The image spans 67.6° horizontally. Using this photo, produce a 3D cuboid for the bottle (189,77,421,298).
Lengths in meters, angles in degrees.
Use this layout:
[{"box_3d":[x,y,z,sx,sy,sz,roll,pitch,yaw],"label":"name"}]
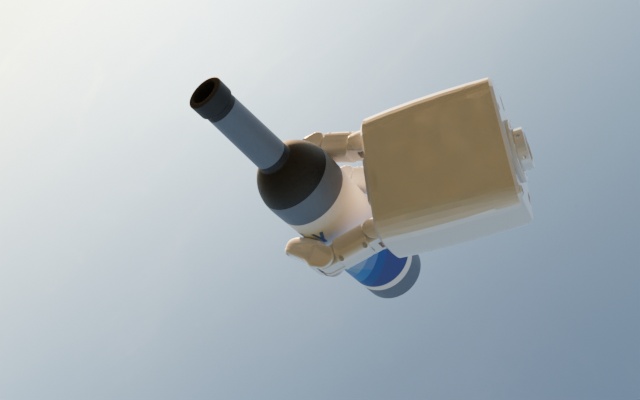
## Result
[{"box_3d":[0.000,0.002,0.420,0.069,0.069,0.296,0,-30,38],"label":"bottle"}]
